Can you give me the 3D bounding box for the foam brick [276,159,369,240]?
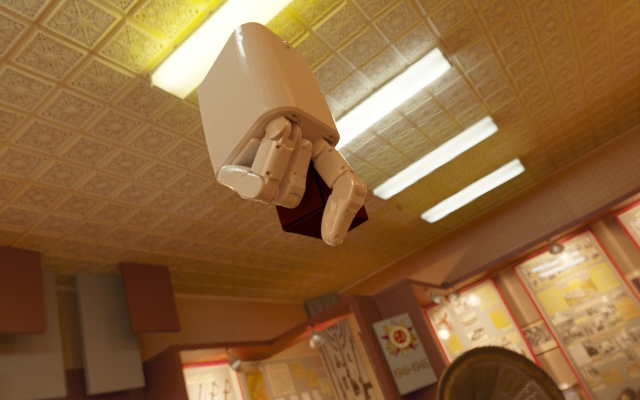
[{"bbox_3d":[0.000,0.002,0.457,0.053,0.051,0.078,-31,-27,25],"label":"foam brick"}]
